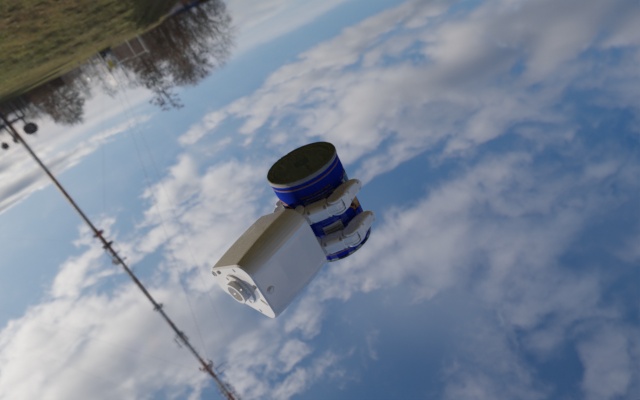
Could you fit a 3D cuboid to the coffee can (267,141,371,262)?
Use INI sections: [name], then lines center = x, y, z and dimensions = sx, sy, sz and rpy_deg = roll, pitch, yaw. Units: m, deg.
[coffee can]
center = 0.000, 0.002, 0.681
dimensions = 0.103, 0.140, 0.102
rpy_deg = -20, 29, 12
